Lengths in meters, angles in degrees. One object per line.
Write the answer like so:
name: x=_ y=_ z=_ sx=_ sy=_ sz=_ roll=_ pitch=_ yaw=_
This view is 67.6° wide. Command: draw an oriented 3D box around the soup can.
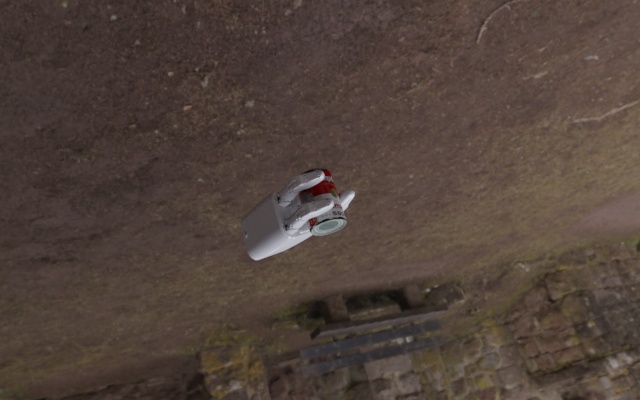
soup can: x=0.001 y=0.003 z=0.845 sx=0.068 sy=0.102 sz=0.068 roll=-15 pitch=-24 yaw=-7
